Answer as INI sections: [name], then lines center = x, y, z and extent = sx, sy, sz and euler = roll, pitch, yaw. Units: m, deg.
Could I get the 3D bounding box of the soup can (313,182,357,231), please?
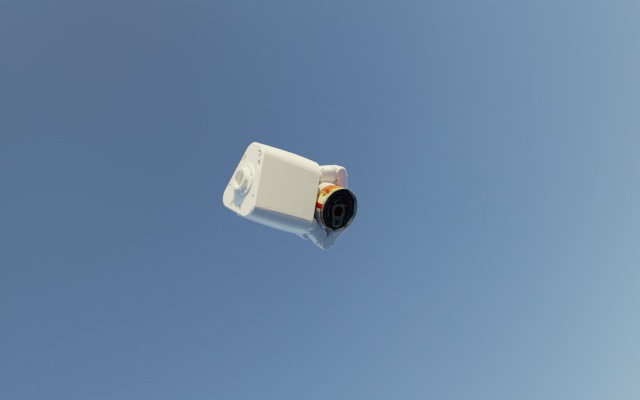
[soup can]
center = 0.000, 0.002, 0.759
extent = 0.068, 0.068, 0.102
euler = 0, 14, -37
